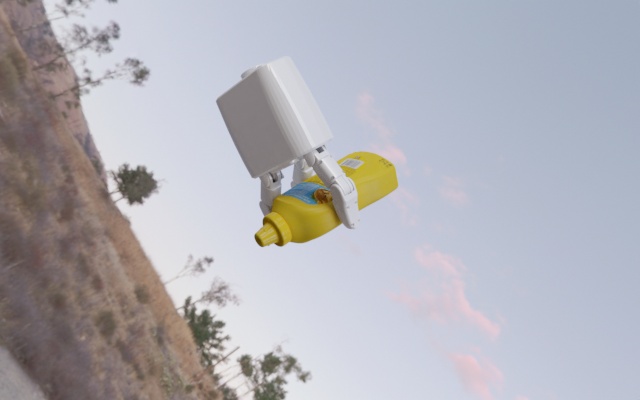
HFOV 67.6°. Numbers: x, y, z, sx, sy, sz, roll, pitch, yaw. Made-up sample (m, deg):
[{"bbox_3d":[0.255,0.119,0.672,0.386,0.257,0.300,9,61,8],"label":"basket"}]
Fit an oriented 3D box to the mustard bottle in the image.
[{"bbox_3d":[0.000,0.002,0.587,0.191,0.058,0.096,-31,31,-30],"label":"mustard bottle"}]
